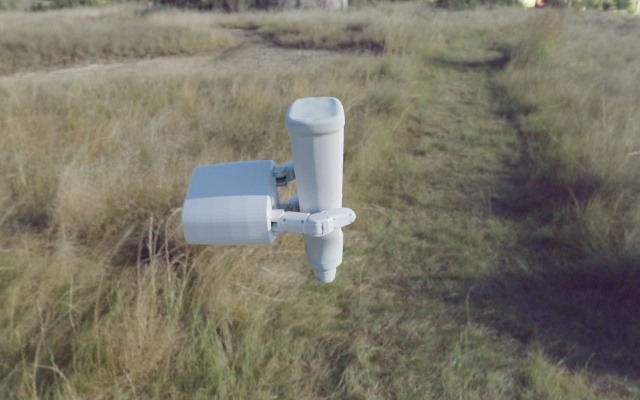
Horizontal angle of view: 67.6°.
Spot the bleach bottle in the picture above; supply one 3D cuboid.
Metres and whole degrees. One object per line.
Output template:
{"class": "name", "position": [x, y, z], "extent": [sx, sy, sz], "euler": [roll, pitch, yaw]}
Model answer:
{"class": "bleach bottle", "position": [0.000, 0.002, 0.615], "extent": [0.068, 0.251, 0.102], "euler": [-2, 28, 2]}
